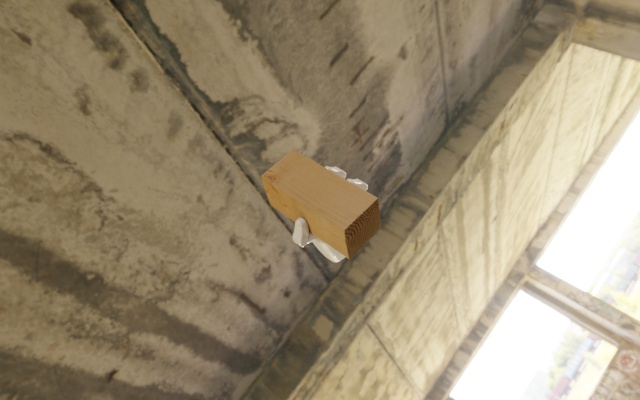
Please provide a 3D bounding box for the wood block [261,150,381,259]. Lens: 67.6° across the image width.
[{"bbox_3d":[0.000,0.003,0.873,0.206,0.090,0.090,32,62,31],"label":"wood block"}]
